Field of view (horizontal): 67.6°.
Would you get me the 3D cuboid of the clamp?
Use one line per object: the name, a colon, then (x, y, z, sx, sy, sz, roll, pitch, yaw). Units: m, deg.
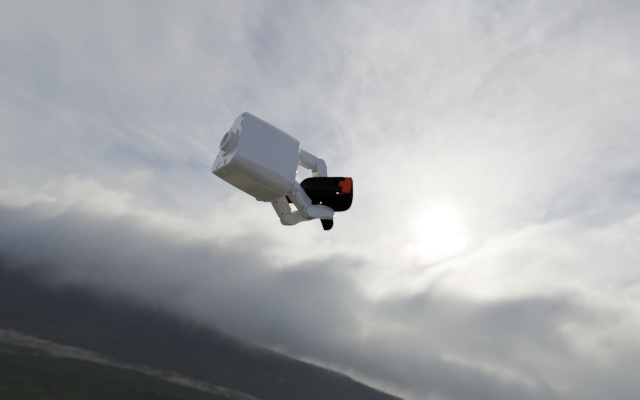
clamp: (0.000, 0.002, 0.824, 0.164, 0.036, 0.210, 27, -25, -28)
